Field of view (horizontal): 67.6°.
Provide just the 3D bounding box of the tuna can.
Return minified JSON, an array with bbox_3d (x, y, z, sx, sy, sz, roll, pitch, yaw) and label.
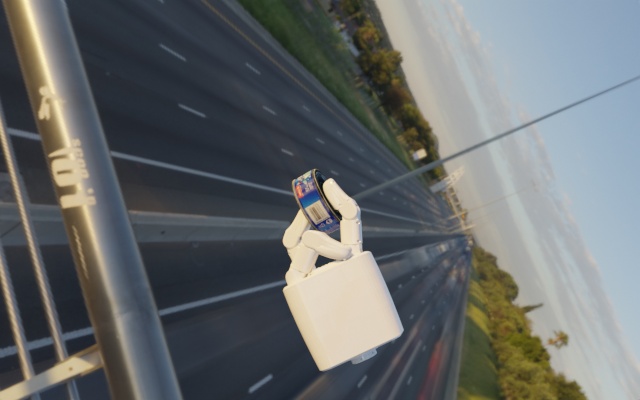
[{"bbox_3d":[0.001,0.002,0.627,0.034,0.086,0.086,-30,-8,14],"label":"tuna can"}]
